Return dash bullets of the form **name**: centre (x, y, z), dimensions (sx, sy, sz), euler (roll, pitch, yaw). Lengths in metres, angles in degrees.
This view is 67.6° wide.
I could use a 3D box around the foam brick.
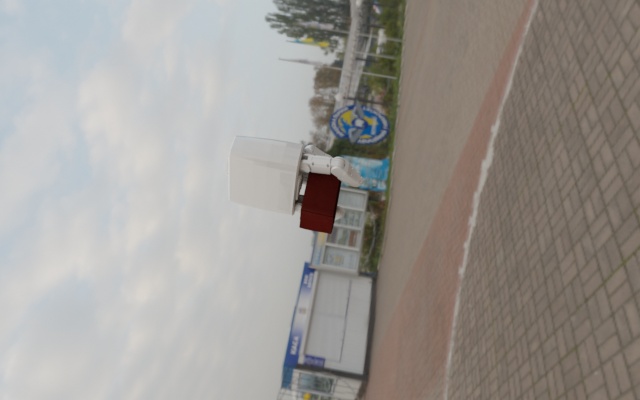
- **foam brick**: centre (0.000, 0.003, 0.720), dimensions (0.051, 0.078, 0.053), euler (11, -34, 1)
